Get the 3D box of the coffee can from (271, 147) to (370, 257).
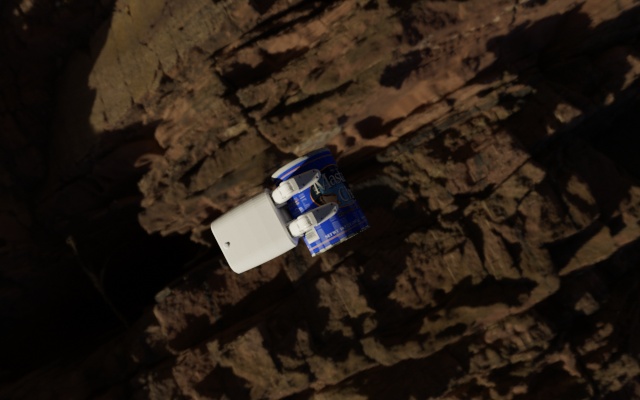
[{"bbox_3d":[0.000,0.002,0.748,0.103,0.140,0.103,-28,-4,-2],"label":"coffee can"}]
